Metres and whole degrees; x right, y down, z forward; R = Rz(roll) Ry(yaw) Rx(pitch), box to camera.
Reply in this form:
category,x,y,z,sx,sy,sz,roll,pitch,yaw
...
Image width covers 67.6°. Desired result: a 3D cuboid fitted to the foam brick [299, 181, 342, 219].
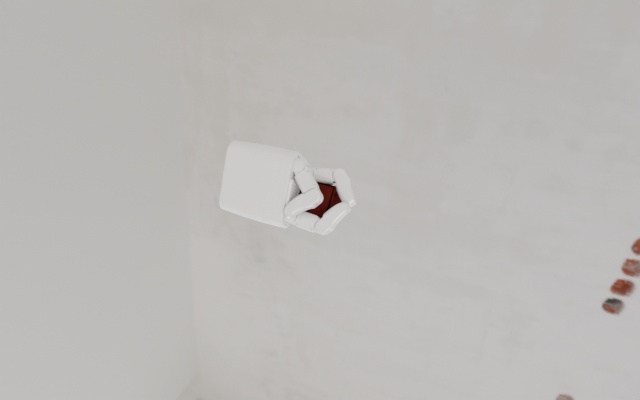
category,x,y,z,sx,sy,sz,roll,pitch,yaw
foam brick,0.000,0.003,0.748,0.051,0.053,0.078,13,-7,14
